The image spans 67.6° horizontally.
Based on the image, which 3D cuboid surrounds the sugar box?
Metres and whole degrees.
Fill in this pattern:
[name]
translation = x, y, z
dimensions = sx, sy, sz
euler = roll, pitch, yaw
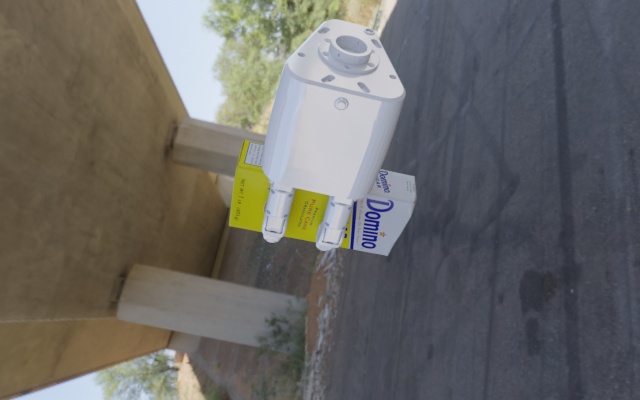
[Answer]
[sugar box]
translation = 0.000, 0.002, 0.489
dimensions = 0.176, 0.048, 0.093
euler = 13, -43, -5
